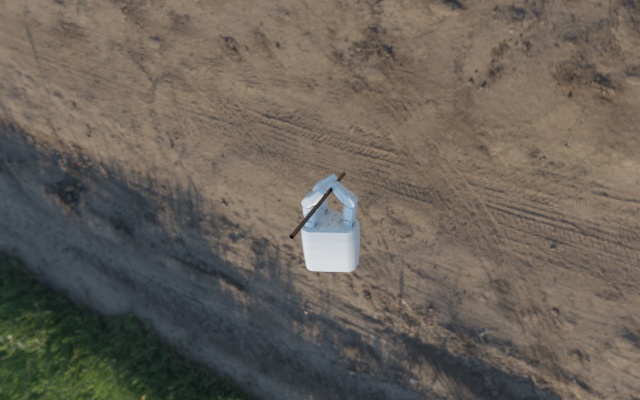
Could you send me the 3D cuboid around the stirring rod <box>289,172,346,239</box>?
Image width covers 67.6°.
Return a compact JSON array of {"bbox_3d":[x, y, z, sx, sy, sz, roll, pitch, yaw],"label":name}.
[{"bbox_3d":[0.000,0.003,0.884,0.011,0.011,0.239,0,29,27],"label":"stirring rod"}]
